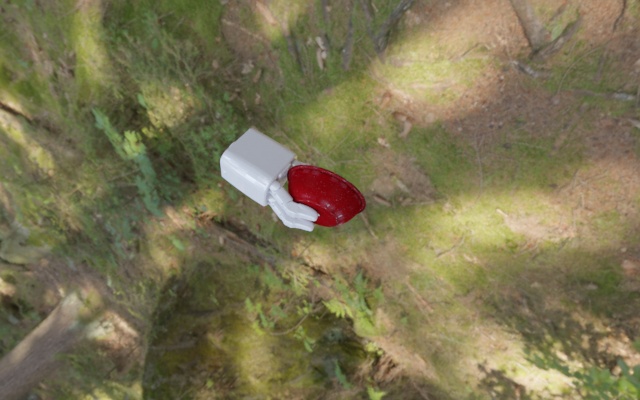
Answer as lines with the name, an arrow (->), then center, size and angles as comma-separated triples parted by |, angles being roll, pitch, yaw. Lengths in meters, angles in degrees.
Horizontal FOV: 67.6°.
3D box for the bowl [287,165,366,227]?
bowl -> 0.001, 0.004, 0.887 | 0.162, 0.055, 0.162 | 21, -24, 10
